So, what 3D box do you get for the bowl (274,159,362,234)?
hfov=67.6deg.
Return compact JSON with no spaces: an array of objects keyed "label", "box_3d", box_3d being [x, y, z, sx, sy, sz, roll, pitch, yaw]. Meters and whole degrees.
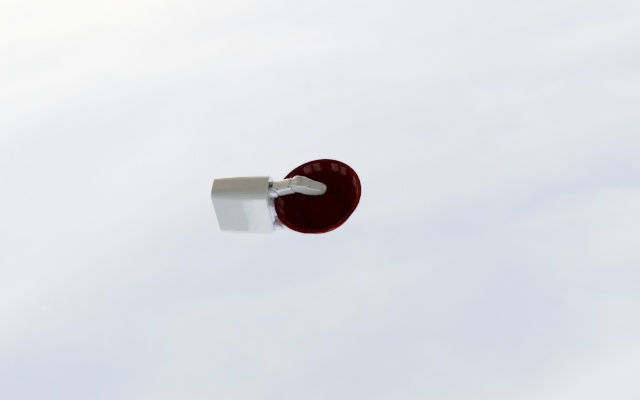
[{"label":"bowl","box_3d":[0.001,0.003,0.866,0.162,0.162,0.055,0,-34,18]}]
